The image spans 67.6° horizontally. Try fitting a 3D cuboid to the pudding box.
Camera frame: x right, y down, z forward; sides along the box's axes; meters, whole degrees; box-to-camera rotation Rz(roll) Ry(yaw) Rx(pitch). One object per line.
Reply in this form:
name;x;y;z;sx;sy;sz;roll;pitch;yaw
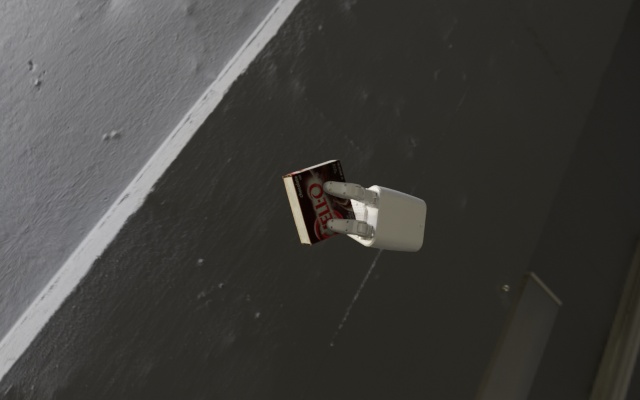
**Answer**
pudding box;0.000;0.002;0.741;0.090;0.113;0.039;-20;7;-30
